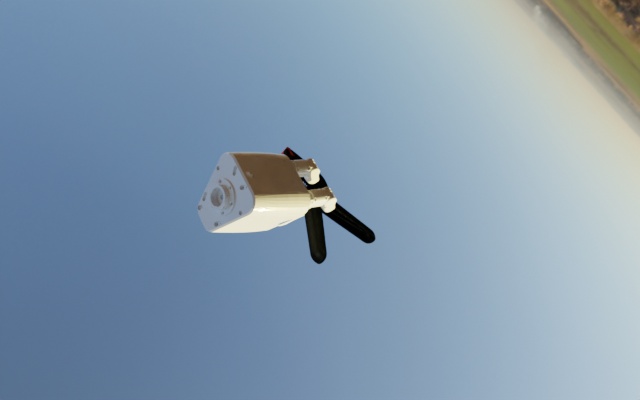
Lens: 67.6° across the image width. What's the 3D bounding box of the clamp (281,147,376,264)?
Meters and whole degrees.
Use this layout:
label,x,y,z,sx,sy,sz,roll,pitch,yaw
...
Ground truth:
label,x,y,z,sx,sy,sz,roll,pitch,yaw
clamp,-0.001,0.003,0.782,0.036,0.210,0.164,-43,-24,31
